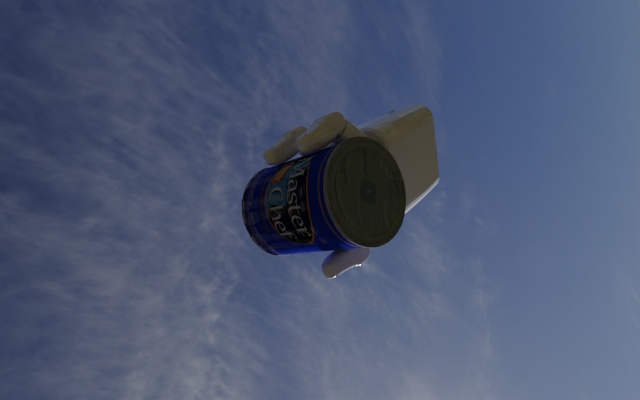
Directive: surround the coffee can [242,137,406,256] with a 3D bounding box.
[{"bbox_3d":[0.000,0.002,0.486,0.103,0.103,0.140,0,-8,-41],"label":"coffee can"}]
